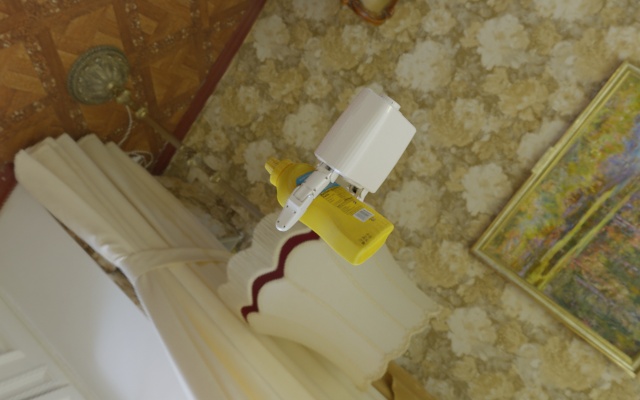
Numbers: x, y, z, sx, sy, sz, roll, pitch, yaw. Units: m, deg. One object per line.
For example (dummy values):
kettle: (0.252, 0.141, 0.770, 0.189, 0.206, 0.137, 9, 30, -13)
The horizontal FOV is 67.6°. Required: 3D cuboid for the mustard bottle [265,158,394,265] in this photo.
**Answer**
mustard bottle: (0.000, 0.003, 0.640, 0.191, 0.058, 0.096, 38, 33, 17)
